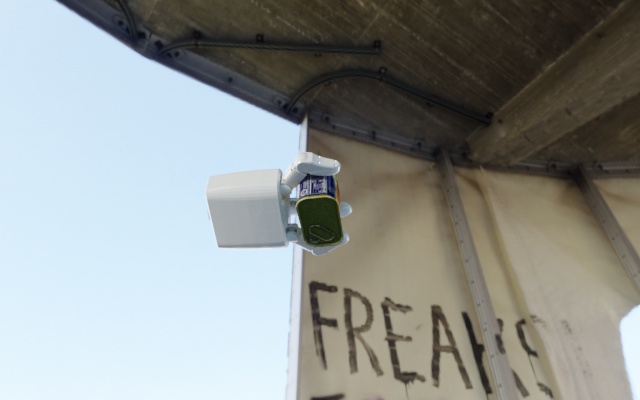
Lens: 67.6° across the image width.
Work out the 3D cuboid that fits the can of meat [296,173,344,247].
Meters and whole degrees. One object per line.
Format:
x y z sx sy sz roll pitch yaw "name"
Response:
0.000 0.002 0.684 0.057 0.083 0.102 -6 -45 6 "can of meat"
